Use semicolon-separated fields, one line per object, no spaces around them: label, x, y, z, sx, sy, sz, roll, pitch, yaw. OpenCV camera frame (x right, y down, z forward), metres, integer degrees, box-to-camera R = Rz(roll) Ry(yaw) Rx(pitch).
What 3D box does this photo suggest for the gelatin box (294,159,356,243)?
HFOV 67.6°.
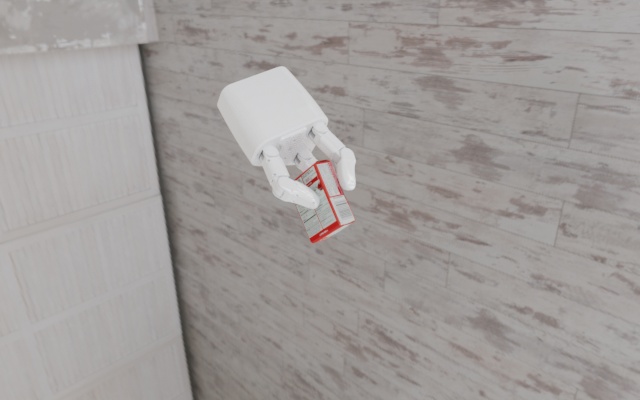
gelatin box;0.000;0.002;0.621;0.030;0.089;0.073;-14;-14;-37
